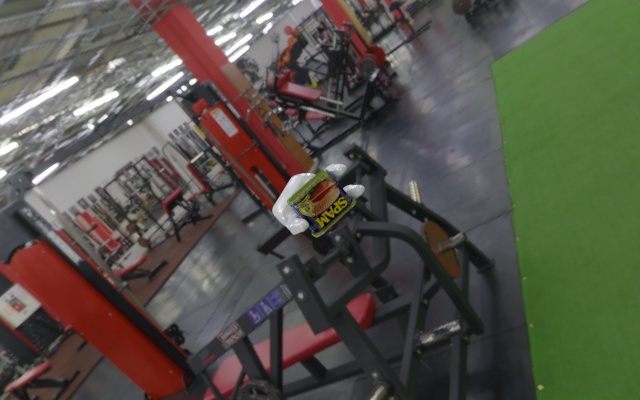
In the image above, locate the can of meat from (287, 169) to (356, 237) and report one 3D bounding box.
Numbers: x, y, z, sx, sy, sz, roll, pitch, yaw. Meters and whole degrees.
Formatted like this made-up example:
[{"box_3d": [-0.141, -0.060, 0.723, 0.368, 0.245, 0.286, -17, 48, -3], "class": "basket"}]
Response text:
[{"box_3d": [0.000, 0.003, 0.892, 0.102, 0.084, 0.057, -42, 14, -8], "class": "can of meat"}]
